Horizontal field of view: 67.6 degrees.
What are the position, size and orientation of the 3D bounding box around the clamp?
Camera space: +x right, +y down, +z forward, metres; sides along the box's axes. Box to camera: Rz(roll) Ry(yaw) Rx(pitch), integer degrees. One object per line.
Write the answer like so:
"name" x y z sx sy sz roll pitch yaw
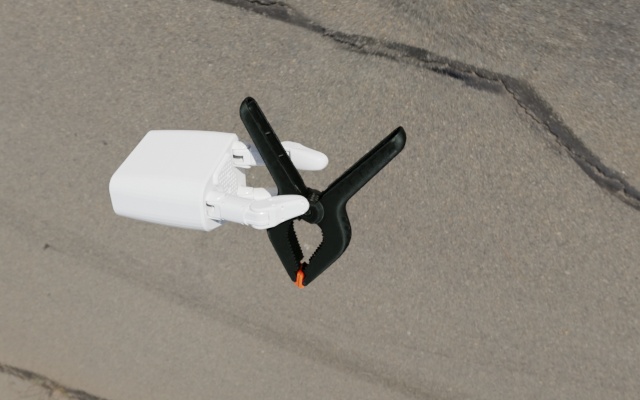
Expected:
"clamp" 0.000 0.002 0.496 0.164 0.210 0.036 7 28 14
